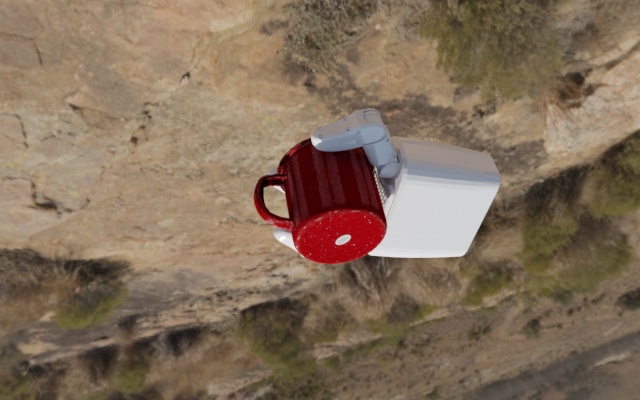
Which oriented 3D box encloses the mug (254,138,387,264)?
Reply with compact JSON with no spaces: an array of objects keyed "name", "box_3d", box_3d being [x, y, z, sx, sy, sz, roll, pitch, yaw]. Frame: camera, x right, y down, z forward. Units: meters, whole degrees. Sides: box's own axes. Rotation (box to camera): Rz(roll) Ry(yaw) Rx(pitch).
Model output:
[{"name":"mug","box_3d":[-0.001,0.001,0.419,0.117,0.081,0.093,4,-42,-18]}]
